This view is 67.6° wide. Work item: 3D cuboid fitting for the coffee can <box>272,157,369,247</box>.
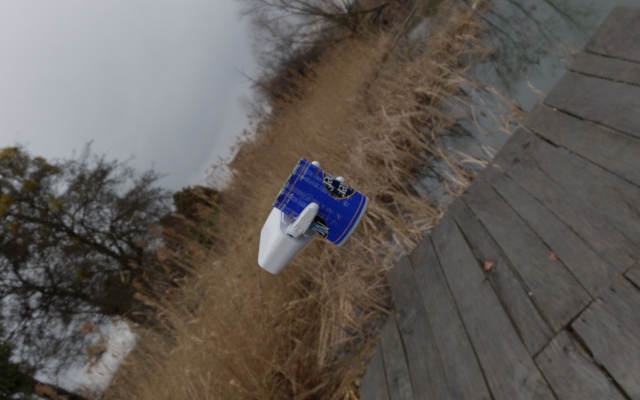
[{"bbox_3d":[0.000,0.003,0.844,0.140,0.103,0.103,32,-4,-6],"label":"coffee can"}]
